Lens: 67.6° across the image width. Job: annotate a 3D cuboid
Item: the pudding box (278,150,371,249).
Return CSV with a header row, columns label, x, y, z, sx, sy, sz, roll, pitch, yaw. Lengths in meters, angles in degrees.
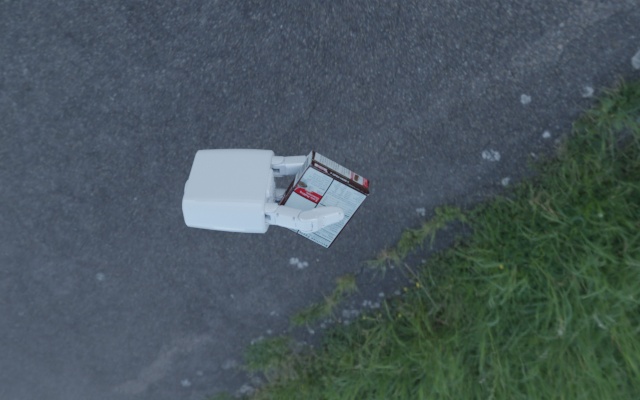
label,x,y,z,sx,sy,sz,roll,pitch,yaw
pudding box,0.000,0.002,0.639,0.090,0.113,0.039,27,35,-12
